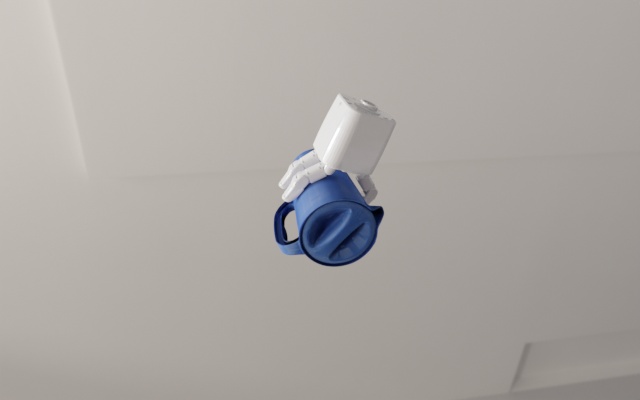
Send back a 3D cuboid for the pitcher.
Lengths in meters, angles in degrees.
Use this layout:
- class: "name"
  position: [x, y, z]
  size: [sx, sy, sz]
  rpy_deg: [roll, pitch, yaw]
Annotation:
- class: "pitcher"
  position: [0.000, 0.003, 0.876]
  size: [0.149, 0.145, 0.242]
  rpy_deg: [16, 25, -21]
